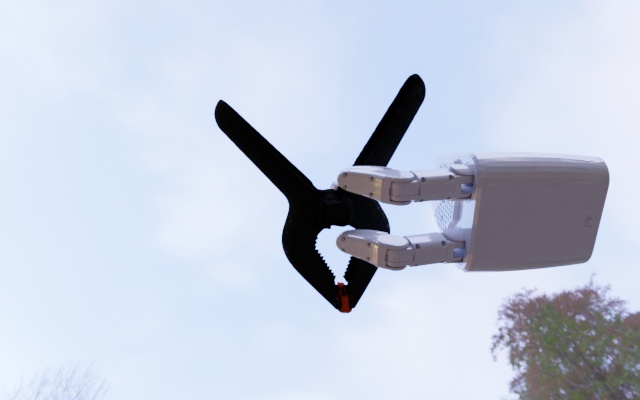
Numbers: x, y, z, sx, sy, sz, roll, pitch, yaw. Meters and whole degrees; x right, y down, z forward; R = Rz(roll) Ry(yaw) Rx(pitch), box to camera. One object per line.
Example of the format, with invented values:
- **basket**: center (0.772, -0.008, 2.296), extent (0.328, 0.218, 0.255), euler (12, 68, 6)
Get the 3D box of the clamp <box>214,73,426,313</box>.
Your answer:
- **clamp**: center (0.000, 0.002, 0.404), extent (0.164, 0.210, 0.036), euler (-2, 22, -5)
